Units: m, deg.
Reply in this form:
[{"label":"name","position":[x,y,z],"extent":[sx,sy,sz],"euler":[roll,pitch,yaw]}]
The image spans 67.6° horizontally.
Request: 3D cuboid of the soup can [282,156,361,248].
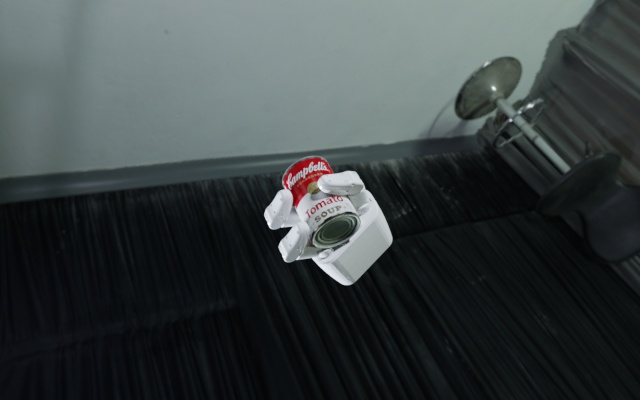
[{"label":"soup can","position":[0.000,0.002,0.611],"extent":[0.068,0.102,0.069],"euler":[-19,-35,-14]}]
